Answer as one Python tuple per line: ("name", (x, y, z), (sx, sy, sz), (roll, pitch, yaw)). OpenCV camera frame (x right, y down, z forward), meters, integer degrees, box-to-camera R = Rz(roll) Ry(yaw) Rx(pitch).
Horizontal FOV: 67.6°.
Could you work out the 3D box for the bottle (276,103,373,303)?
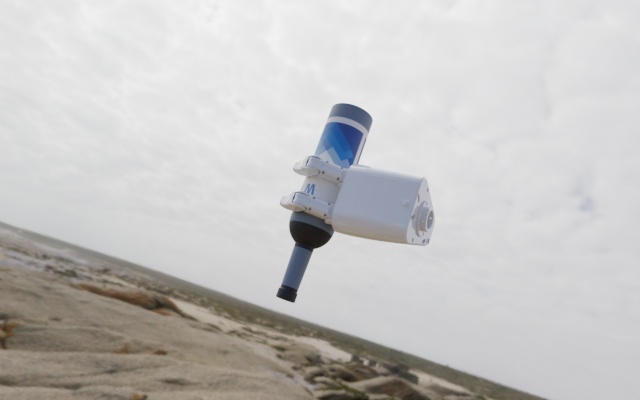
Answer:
("bottle", (0.000, 0.002, 0.691), (0.069, 0.295, 0.069), (19, -15, 5))
